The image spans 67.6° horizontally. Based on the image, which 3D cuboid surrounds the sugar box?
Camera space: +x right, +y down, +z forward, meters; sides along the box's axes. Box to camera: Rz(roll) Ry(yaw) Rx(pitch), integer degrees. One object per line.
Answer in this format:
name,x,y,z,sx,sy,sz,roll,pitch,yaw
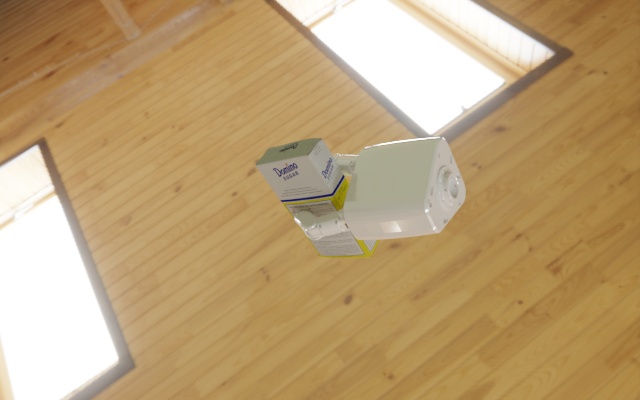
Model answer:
sugar box,0.000,0.002,0.634,0.093,0.176,0.048,-6,36,38
